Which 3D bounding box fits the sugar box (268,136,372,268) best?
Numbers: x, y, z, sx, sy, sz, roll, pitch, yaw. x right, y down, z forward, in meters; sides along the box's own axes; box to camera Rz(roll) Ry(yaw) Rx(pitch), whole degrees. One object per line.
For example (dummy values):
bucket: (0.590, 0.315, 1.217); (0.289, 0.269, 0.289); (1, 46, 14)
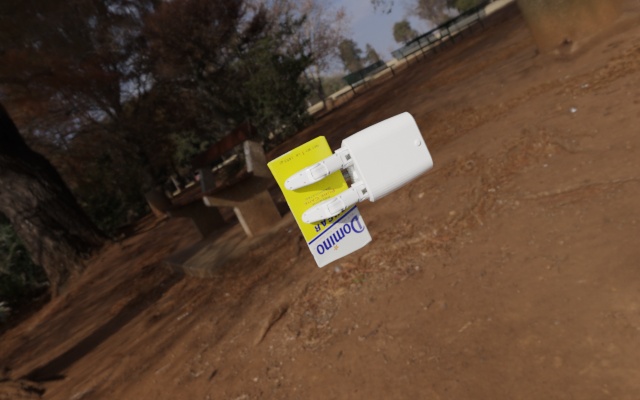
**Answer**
sugar box: (0.000, 0.002, 0.719); (0.093, 0.176, 0.048); (-27, 8, -3)
